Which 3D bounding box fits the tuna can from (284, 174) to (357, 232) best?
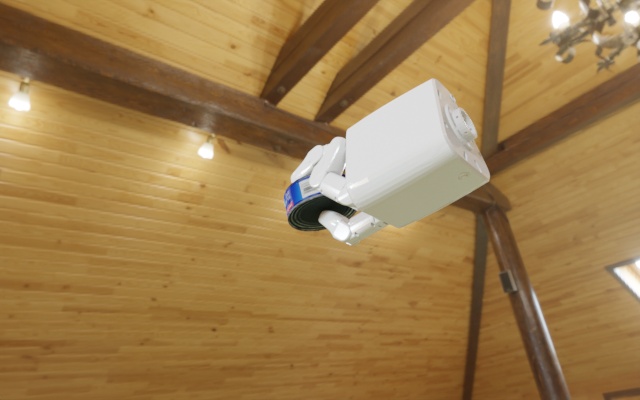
[{"bbox_3d":[0.000,0.001,0.568,0.086,0.033,0.086,-11,-29,-6],"label":"tuna can"}]
